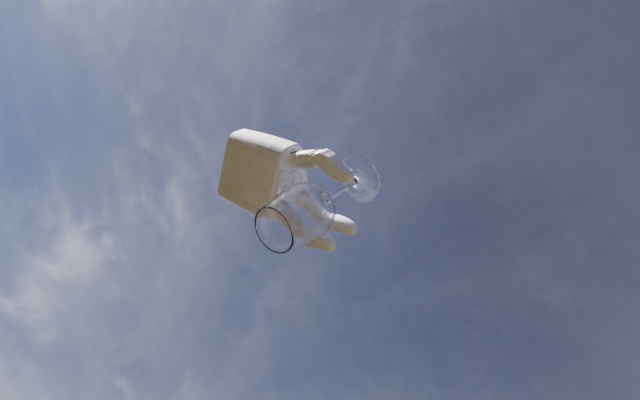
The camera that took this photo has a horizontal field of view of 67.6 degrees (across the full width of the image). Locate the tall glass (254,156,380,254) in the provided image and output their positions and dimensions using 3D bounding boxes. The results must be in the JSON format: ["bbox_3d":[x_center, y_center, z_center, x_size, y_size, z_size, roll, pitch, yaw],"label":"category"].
[{"bbox_3d":[0.001,0.002,0.649,0.079,0.079,0.201,0,20,38],"label":"tall glass"}]
